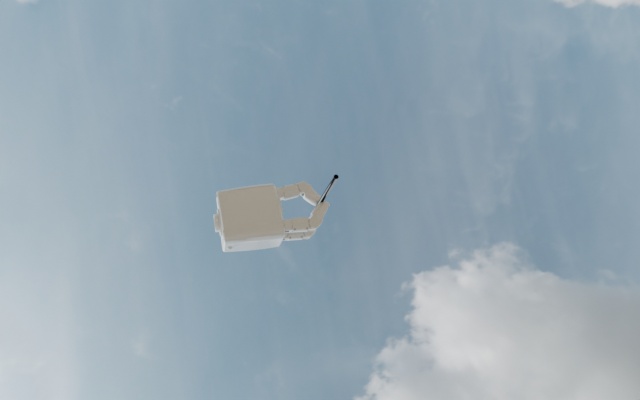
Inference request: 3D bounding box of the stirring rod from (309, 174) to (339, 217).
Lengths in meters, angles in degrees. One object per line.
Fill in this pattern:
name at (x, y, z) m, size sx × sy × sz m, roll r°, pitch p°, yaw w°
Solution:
stirring rod at (0.000, 0.003, 0.873) m, size 0.011 × 0.011 × 0.240 m, roll 0°, pitch -20°, yaw -13°
